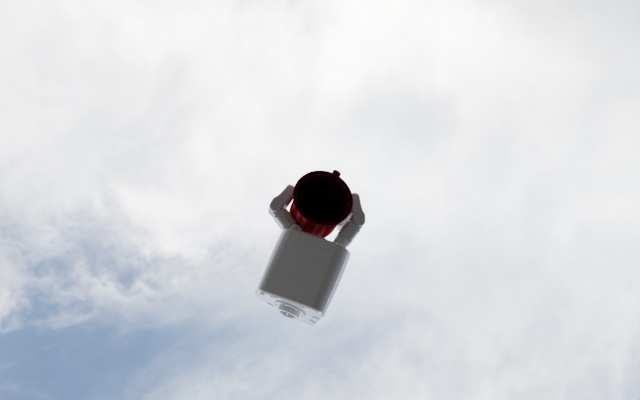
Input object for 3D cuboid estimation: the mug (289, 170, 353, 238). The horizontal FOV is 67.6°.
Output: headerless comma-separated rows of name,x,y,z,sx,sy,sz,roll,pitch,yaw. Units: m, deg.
mug,0.001,0.001,0.757,0.093,0.117,0.081,26,-28,-1
